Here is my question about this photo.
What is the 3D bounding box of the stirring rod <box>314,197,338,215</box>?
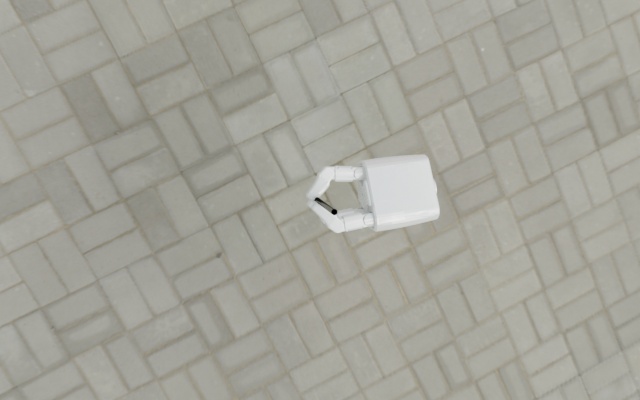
[{"bbox_3d":[0.000,0.002,0.708,0.011,0.011,0.239,0,6,-8],"label":"stirring rod"}]
